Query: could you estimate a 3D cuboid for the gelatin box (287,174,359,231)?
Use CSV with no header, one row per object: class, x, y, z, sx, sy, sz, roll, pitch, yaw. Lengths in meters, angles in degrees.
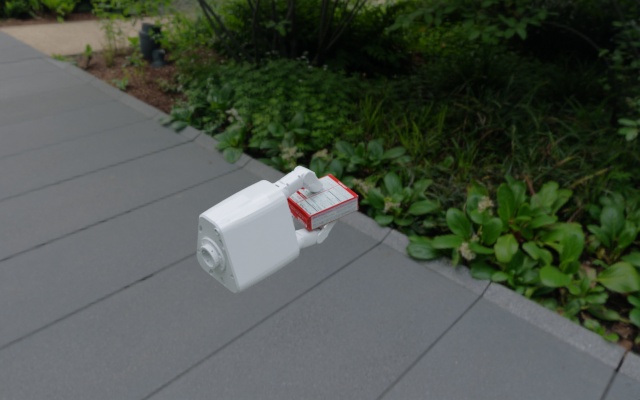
gelatin box,0.000,0.002,0.707,0.089,0.030,0.073,-24,41,-25
